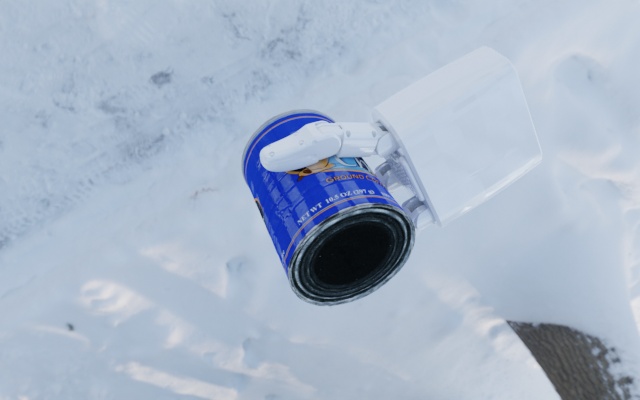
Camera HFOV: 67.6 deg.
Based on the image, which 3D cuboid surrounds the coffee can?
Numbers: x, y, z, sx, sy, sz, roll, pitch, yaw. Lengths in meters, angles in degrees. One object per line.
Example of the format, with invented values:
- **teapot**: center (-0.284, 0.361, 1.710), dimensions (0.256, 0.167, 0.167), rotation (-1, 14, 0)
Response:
- **coffee can**: center (0.000, 0.001, 0.401), dimensions (0.103, 0.103, 0.140), rotation (0, 37, -27)
